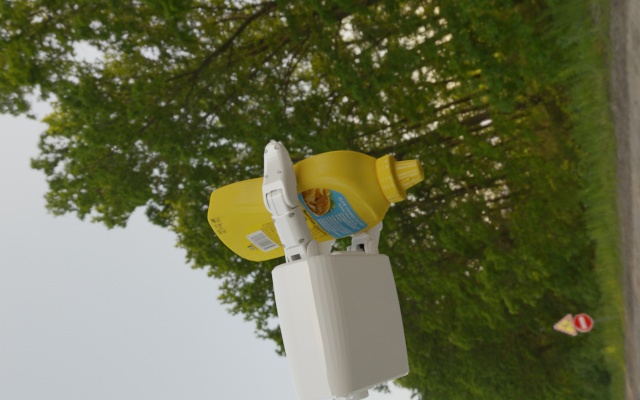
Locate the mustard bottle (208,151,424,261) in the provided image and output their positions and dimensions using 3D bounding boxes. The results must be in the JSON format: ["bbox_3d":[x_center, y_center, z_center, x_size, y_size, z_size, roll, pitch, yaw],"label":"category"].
[{"bbox_3d":[0.000,0.001,0.436,0.191,0.058,0.096,-17,-41,22],"label":"mustard bottle"}]
